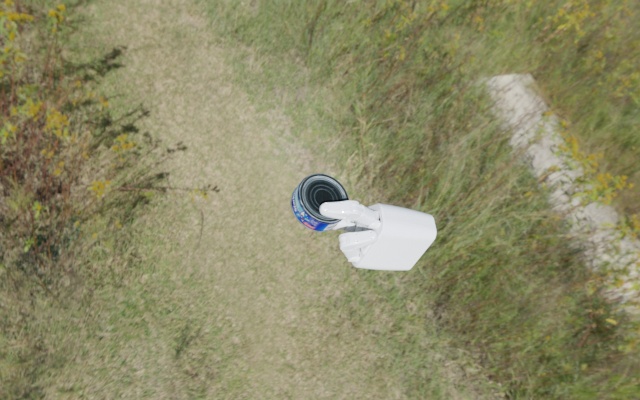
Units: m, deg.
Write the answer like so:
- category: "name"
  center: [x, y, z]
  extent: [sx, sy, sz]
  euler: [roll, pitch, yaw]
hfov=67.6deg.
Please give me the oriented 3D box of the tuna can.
- category: "tuna can"
  center: [0.000, 0.002, 0.726]
  extent: [0.086, 0.086, 0.034]
  euler: [0, -26, -26]
